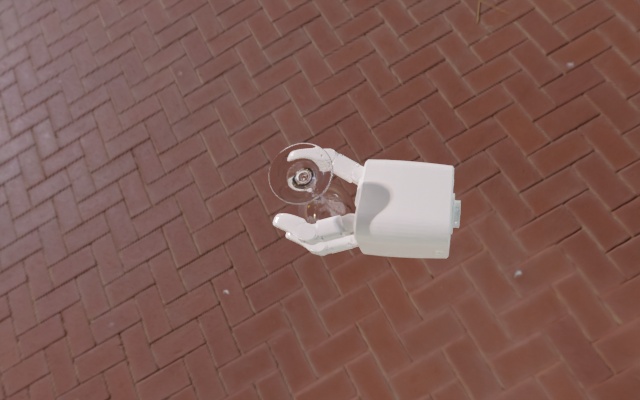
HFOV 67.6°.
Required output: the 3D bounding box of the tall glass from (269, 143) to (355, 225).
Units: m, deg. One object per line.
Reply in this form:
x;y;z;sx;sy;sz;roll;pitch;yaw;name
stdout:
0.000;0.002;0.619;0.079;0.079;0.201;0;-19;13;tall glass
